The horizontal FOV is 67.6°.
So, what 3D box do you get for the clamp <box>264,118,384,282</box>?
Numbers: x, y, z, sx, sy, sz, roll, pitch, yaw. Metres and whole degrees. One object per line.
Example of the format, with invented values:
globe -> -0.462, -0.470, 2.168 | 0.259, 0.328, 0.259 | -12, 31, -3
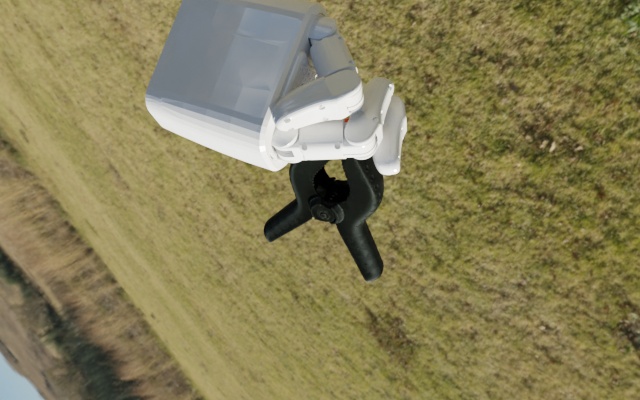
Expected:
clamp -> 0.000, 0.002, 0.409 | 0.120, 0.172, 0.039 | 10, 45, 12
